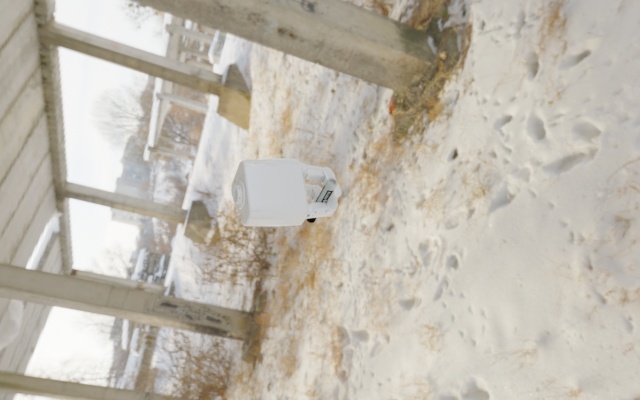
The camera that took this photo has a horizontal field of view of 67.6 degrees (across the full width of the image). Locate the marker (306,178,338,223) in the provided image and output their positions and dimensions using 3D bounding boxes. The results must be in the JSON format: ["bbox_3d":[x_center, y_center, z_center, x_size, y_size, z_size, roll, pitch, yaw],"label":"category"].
[{"bbox_3d":[0.000,0.003,0.870,0.020,0.020,0.121,0,-36,-26],"label":"marker"}]
